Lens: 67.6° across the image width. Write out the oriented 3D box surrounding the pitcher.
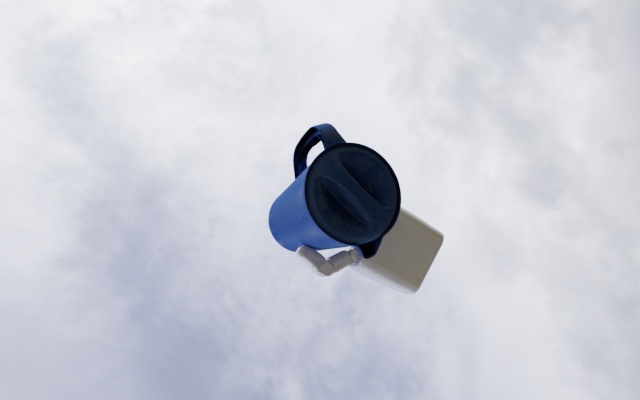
[{"bbox_3d":[0.000,0.002,0.701,0.145,0.149,0.243,28,-19,-14],"label":"pitcher"}]
